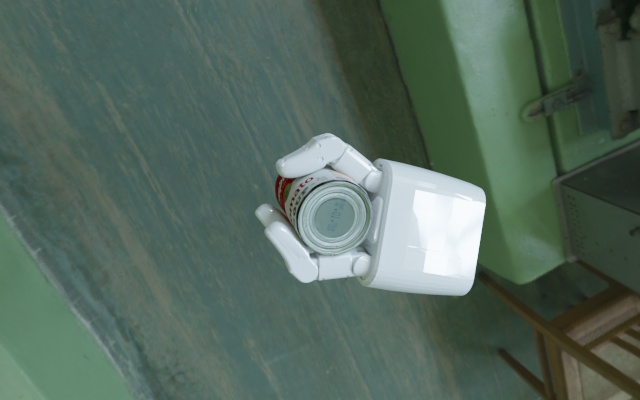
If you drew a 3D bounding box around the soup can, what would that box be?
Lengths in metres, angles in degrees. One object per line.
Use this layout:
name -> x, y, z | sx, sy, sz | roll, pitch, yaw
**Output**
soup can -> 0.000, 0.001, 0.436 | 0.068, 0.068, 0.102 | 0, 17, -15
